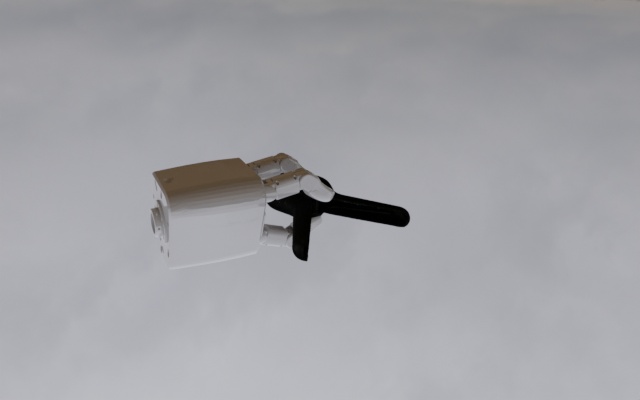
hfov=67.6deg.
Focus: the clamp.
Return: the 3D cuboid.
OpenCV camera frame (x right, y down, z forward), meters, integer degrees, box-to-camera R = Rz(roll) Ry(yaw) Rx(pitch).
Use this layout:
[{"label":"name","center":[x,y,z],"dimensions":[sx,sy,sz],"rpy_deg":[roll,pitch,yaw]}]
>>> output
[{"label":"clamp","center":[0.000,0.003,0.618],"dimensions":[0.164,0.036,0.210],"rpy_deg":[-10,30,-27]}]
